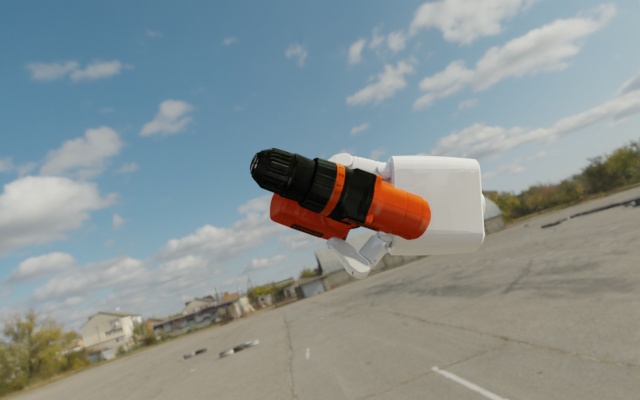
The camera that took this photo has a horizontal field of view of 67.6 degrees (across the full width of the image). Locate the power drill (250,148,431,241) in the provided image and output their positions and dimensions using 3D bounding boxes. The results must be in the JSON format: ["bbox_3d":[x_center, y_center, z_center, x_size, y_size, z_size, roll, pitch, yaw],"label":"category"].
[{"bbox_3d":[0.000,0.002,0.522,0.184,0.057,0.187,20,-11,-15],"label":"power drill"}]
